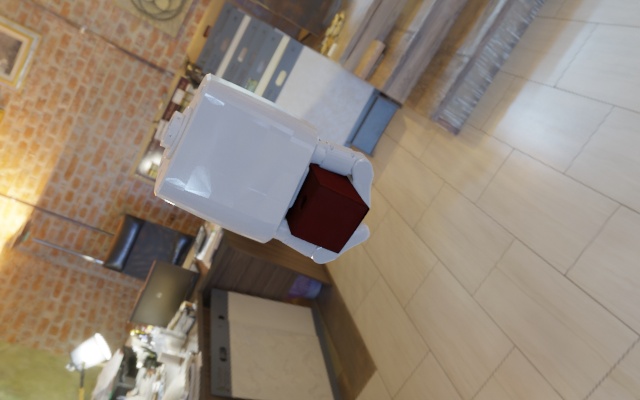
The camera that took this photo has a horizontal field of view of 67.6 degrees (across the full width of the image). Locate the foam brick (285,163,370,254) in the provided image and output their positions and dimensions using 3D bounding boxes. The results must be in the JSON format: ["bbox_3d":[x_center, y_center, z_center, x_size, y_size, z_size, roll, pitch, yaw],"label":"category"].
[{"bbox_3d":[0.000,0.002,0.436,0.051,0.053,0.078,25,17,-24],"label":"foam brick"}]
